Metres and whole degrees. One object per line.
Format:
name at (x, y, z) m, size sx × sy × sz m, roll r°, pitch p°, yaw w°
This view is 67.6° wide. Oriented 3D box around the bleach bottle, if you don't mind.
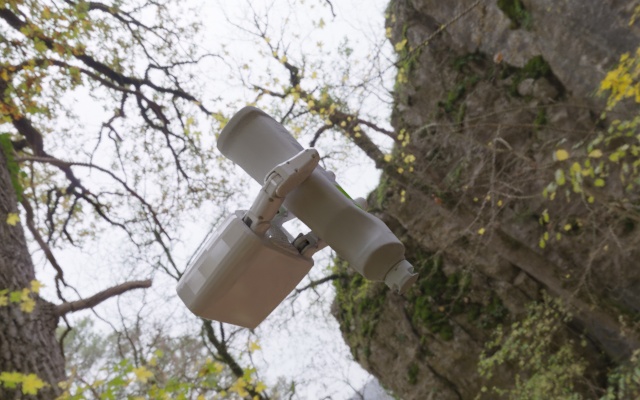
bleach bottle at (0.000, 0.002, 0.508) m, size 0.250 × 0.068 × 0.102 m, roll 44°, pitch 10°, yaw 26°
